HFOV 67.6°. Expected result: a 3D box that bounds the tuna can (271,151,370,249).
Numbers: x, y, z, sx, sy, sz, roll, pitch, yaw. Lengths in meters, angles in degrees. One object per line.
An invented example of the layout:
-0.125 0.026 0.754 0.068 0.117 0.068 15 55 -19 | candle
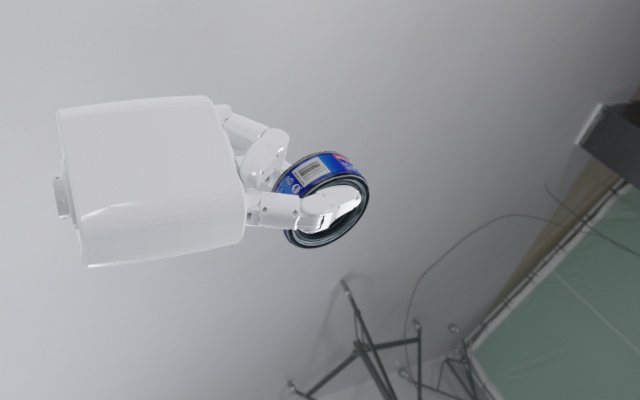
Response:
0.000 0.002 0.415 0.086 0.086 0.033 0 38 -40 | tuna can
